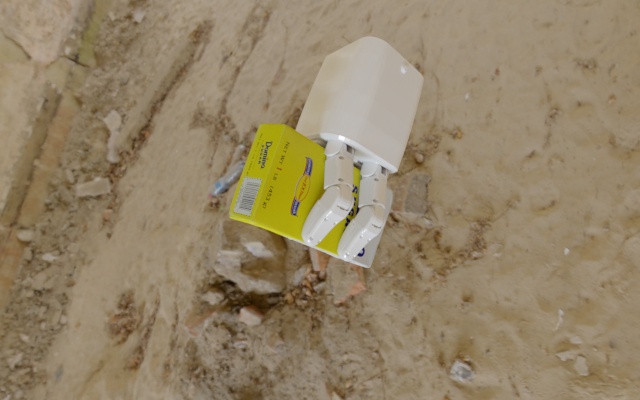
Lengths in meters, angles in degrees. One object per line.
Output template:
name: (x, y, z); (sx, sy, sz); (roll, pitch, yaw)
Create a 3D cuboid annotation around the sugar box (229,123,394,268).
sugar box: (0.000, 0.001, 0.480); (0.176, 0.093, 0.048); (25, -9, -41)
